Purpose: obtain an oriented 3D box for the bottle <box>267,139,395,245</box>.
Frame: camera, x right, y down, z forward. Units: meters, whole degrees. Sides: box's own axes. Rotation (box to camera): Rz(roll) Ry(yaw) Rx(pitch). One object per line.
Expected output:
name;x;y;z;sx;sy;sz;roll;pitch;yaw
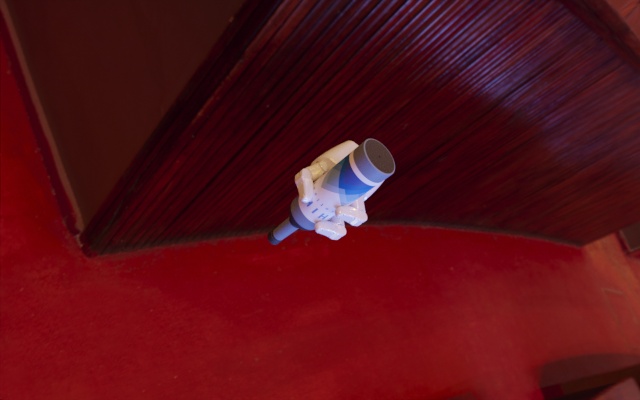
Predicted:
bottle;0.000;0.003;0.823;0.069;0.069;0.296;0;-29;-45
